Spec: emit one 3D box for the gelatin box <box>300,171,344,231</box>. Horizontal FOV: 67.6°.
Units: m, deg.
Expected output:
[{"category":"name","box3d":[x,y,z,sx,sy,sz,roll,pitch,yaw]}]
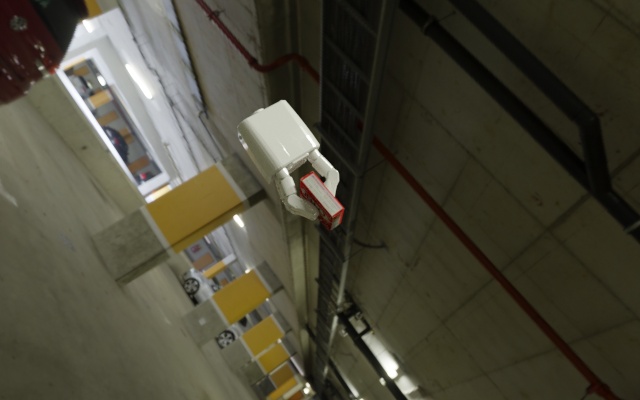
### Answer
[{"category":"gelatin box","box3d":[0.001,0.003,0.825,0.030,0.089,0.073,-36,-16,-16]}]
